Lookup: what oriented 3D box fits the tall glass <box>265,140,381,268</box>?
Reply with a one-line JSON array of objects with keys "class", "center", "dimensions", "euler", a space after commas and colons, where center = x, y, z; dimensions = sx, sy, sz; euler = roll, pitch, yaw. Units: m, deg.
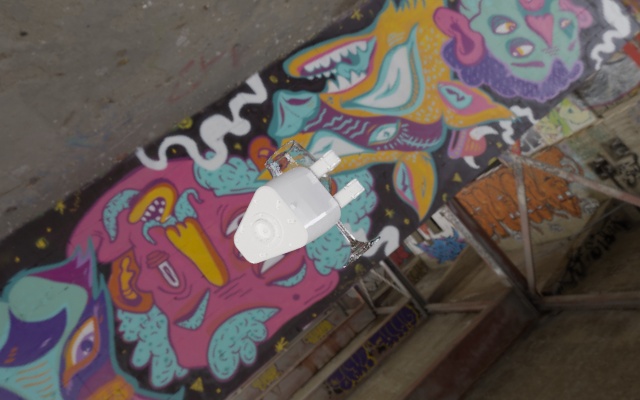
[{"class": "tall glass", "center": [0.001, 0.003, 0.734], "dimensions": [0.079, 0.201, 0.079], "euler": [-39, -3, -3]}]
